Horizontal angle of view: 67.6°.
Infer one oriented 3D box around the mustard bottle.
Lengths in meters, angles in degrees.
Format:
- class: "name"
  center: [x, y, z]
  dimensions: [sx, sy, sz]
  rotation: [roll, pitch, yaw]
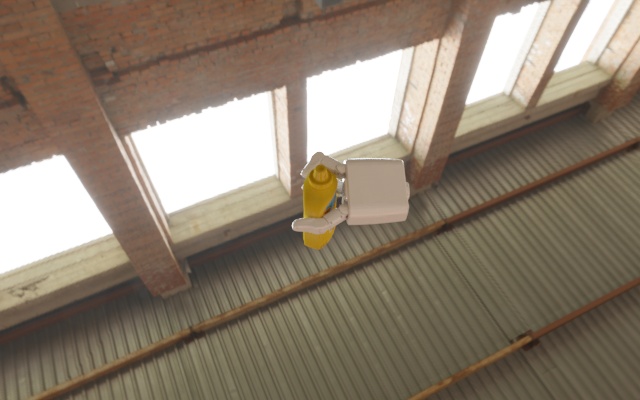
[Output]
- class: "mustard bottle"
  center: [0.000, 0.003, 0.864]
  dimensions: [0.058, 0.096, 0.192]
  rotation: [18, -34, 11]
